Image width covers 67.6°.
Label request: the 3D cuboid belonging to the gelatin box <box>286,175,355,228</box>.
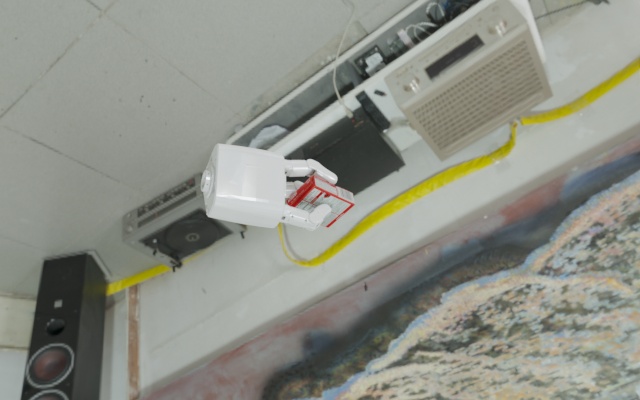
[{"bbox_3d":[0.000,0.003,0.791,0.089,0.030,0.073,24,-50,-31],"label":"gelatin box"}]
